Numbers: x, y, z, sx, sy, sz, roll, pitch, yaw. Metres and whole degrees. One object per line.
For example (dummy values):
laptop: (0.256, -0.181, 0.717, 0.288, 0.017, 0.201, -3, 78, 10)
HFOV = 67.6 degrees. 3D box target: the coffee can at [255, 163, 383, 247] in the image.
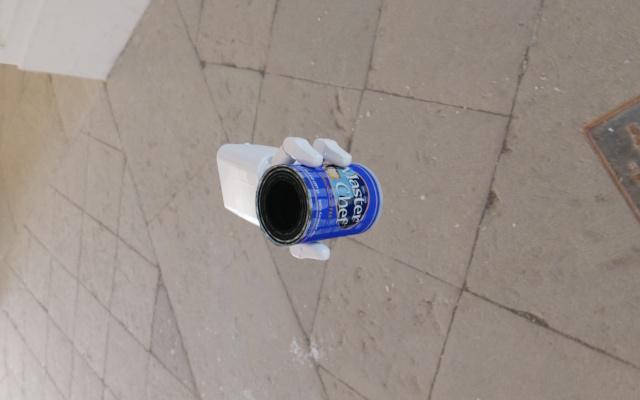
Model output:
coffee can: (0.000, 0.002, 0.631, 0.103, 0.103, 0.140, 0, 3, 44)
